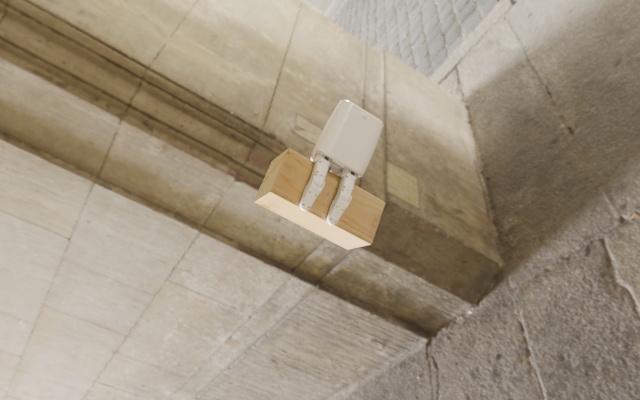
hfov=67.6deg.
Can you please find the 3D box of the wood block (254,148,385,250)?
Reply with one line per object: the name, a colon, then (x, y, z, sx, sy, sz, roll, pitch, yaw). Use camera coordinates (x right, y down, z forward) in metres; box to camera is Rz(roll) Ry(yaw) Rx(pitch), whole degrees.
wood block: (0.000, 0.002, 0.862, 0.206, 0.090, 0.091, 28, -22, -18)
